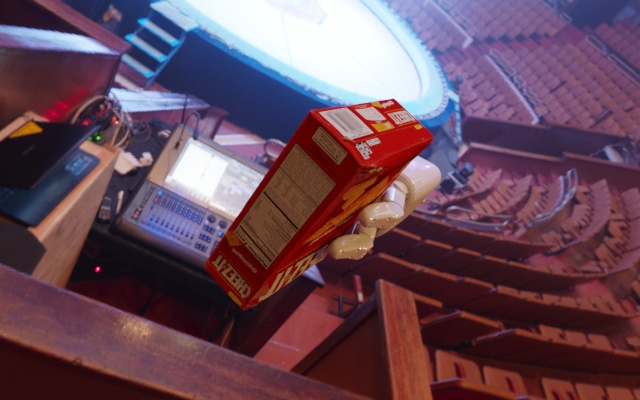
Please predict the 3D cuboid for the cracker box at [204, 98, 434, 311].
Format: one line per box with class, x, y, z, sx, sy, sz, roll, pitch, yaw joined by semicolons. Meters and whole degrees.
cracker box;0.000;0.001;0.488;0.214;0.072;0.164;-51;-15;32
